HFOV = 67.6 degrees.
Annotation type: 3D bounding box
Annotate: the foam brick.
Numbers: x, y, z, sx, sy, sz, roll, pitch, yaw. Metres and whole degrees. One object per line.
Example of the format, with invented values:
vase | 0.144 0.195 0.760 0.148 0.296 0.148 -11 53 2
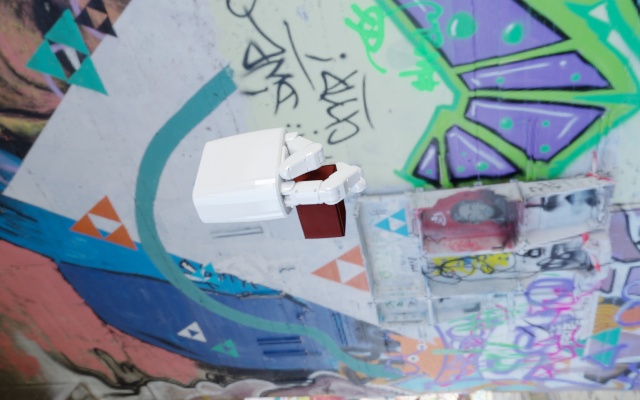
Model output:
foam brick | 0.000 0.002 0.592 0.051 0.078 0.053 -7 33 11
